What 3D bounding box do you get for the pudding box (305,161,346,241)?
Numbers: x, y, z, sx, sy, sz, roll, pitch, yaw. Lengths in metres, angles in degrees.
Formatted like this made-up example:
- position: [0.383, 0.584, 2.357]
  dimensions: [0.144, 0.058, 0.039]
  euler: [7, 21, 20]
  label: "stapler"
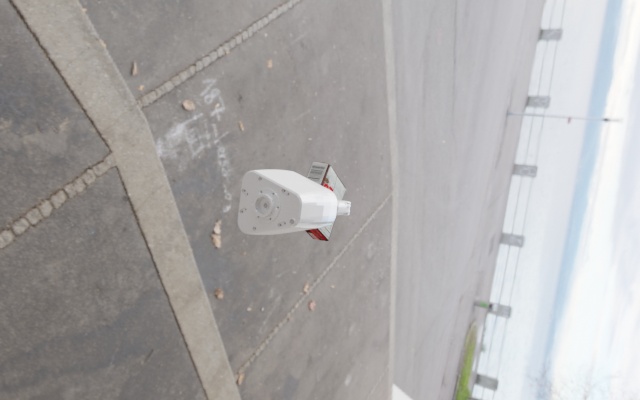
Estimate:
- position: [0.000, 0.003, 0.834]
  dimensions: [0.039, 0.113, 0.090]
  euler: [10, -23, 28]
  label: "pudding box"
